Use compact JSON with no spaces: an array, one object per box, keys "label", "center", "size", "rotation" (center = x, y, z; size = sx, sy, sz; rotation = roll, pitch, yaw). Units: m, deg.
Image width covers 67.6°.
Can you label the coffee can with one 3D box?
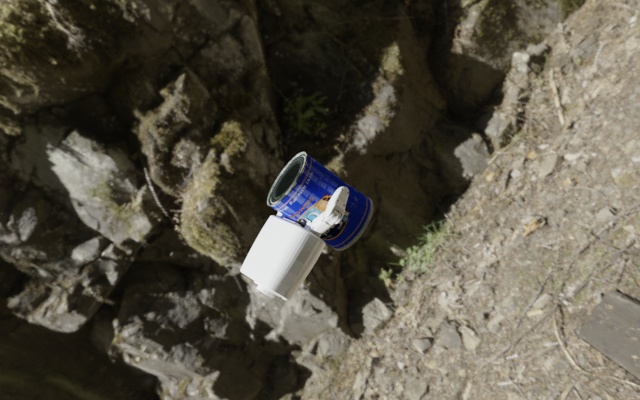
[{"label":"coffee can","center":[0.000,0.002,0.773],"size":[0.140,0.103,0.103],"rotation":[35,-13,-20]}]
